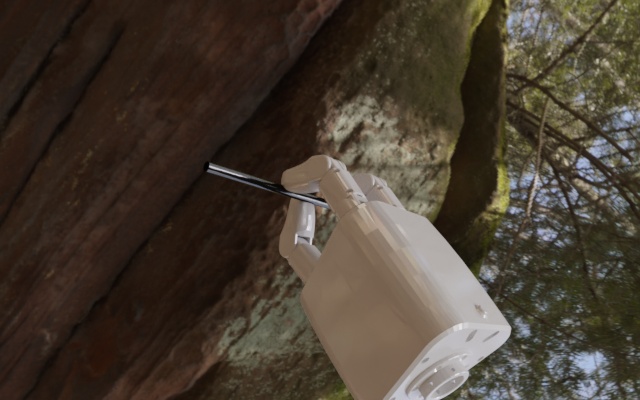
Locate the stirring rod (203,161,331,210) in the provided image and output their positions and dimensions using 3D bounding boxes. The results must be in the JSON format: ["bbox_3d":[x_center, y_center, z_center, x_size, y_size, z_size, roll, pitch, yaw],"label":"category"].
[{"bbox_3d":[0.000,0.001,0.428,0.011,0.011,0.239,0,-12,44],"label":"stirring rod"}]
